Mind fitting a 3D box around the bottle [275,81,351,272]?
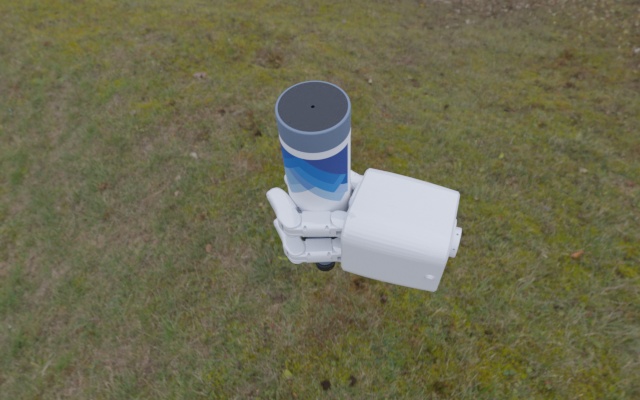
[{"bbox_3d":[0.000,0.002,0.536,0.069,0.069,0.296,0,-35,3],"label":"bottle"}]
